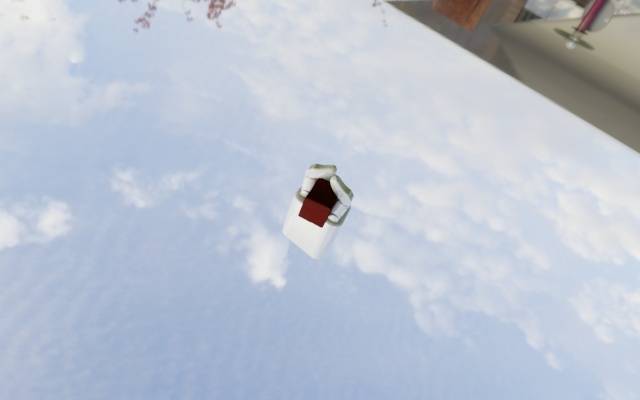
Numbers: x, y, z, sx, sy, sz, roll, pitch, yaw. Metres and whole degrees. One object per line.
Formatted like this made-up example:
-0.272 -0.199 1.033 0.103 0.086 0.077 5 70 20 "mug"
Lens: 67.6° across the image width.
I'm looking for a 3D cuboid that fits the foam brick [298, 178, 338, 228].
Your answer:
0.000 0.003 0.887 0.053 0.051 0.078 27 37 3 "foam brick"
